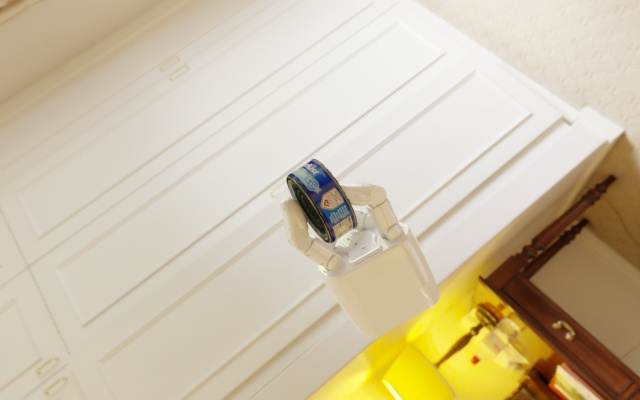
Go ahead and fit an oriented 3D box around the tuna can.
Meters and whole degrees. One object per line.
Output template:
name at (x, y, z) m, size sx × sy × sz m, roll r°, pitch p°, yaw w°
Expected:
tuna can at (0.000, 0.002, 0.496) m, size 0.034 × 0.086 × 0.086 m, roll -33°, pitch 8°, yaw -12°
